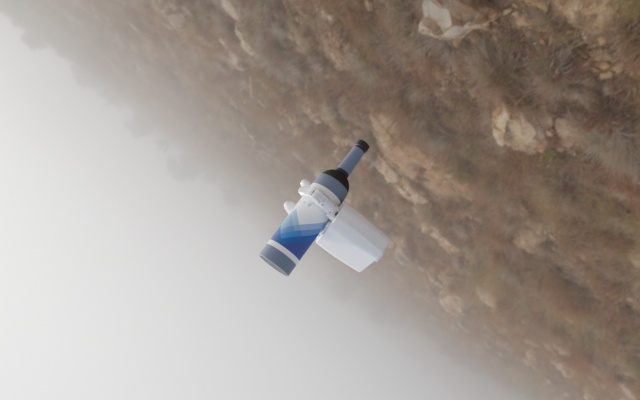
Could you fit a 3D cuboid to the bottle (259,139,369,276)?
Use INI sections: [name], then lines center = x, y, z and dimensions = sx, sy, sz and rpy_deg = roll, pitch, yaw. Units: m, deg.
[bottle]
center = 0.000, 0.003, 0.893
dimensions = 0.069, 0.295, 0.069
rpy_deg = 34, -16, 11
